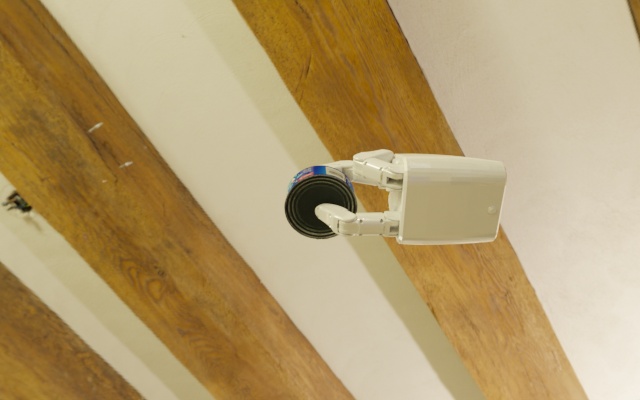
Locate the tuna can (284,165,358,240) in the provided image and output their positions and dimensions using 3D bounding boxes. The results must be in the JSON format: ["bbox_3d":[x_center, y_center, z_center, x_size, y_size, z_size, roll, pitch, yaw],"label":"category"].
[{"bbox_3d":[0.000,0.002,0.572,0.086,0.086,0.033,0,28,-2],"label":"tuna can"}]
